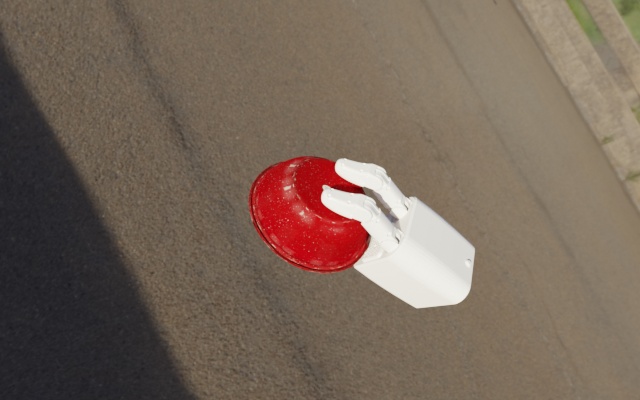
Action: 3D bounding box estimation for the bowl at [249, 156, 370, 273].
[{"bbox_3d":[-0.001,0.001,0.565,0.162,0.162,0.055,0,-34,-29],"label":"bowl"}]
